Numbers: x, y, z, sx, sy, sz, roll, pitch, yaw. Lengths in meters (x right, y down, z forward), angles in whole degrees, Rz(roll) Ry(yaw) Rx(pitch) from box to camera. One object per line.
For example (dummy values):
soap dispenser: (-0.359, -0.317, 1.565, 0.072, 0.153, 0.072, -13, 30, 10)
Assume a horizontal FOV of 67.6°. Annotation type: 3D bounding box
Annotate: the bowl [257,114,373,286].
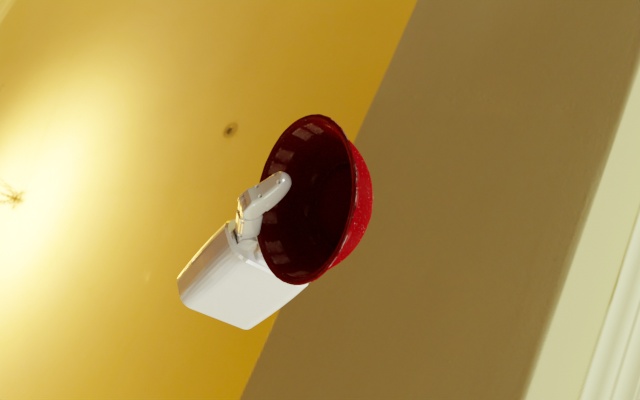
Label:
bowl: (0.001, 0.001, 0.463, 0.055, 0.162, 0.162, 9, -6, -36)
